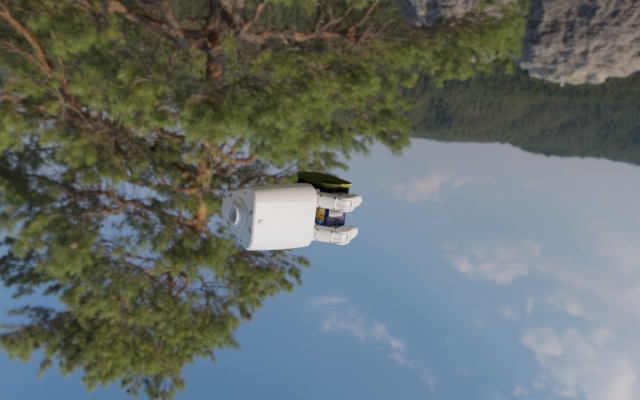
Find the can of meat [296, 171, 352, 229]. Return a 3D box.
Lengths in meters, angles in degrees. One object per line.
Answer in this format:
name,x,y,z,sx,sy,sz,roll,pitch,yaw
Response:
can of meat,0.000,0.003,0.792,0.057,0.084,0.102,-3,16,-39
